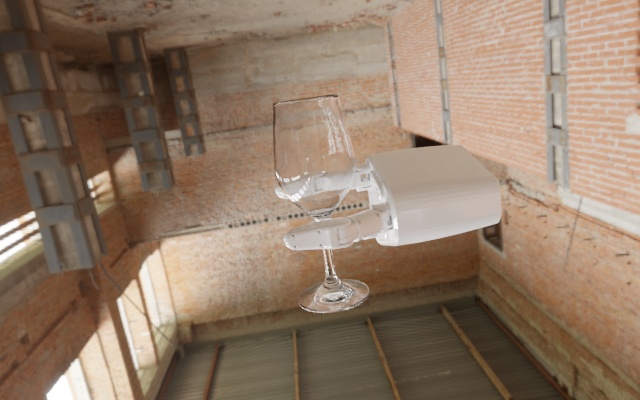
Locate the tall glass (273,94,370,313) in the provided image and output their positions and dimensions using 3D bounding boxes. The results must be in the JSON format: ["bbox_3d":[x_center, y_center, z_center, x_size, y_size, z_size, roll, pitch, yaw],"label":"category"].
[{"bbox_3d":[0.000,0.002,0.466,0.079,0.201,0.079,-8,13,2],"label":"tall glass"}]
